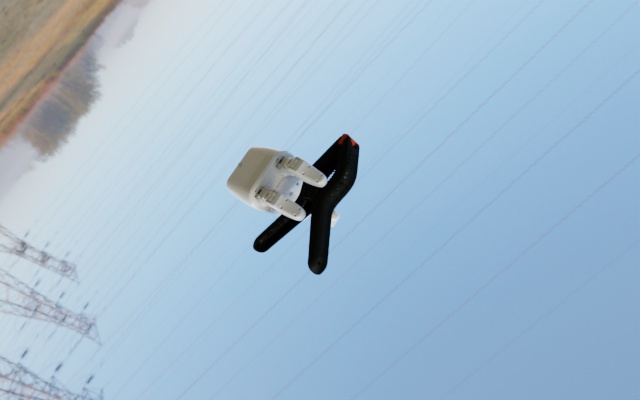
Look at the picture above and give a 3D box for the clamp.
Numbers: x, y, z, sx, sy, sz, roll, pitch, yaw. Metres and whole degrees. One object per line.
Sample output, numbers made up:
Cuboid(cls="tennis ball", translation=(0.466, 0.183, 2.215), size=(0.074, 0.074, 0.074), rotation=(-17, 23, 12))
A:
Cuboid(cls="clamp", translation=(0.001, 0.002, 0.657), size=(0.036, 0.210, 0.164), rotation=(38, -10, -33))
